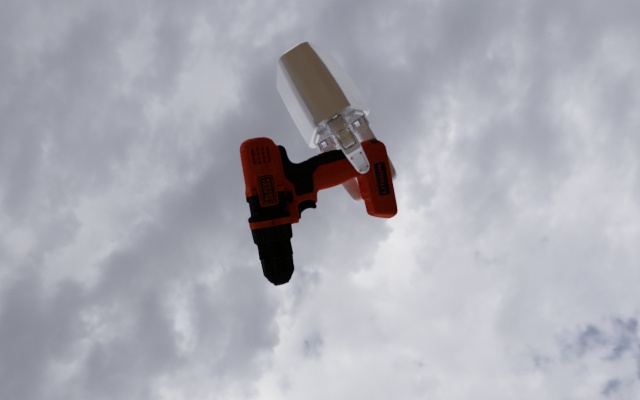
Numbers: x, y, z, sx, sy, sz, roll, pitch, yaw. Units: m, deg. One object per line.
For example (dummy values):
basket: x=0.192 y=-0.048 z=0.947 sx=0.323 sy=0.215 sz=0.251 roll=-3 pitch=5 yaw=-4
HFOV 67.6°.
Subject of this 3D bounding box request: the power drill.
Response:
power drill: x=0.000 y=0.002 z=0.606 sx=0.187 sy=0.184 sz=0.057 roll=-10 pitch=2 yaw=-15
